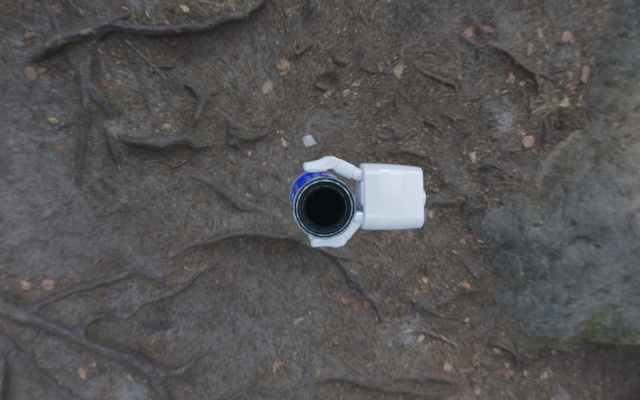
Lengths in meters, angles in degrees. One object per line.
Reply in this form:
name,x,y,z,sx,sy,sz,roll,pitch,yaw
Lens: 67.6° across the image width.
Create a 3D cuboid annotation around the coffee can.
coffee can,0.000,0.003,0.827,0.103,0.103,0.140,0,8,-6
